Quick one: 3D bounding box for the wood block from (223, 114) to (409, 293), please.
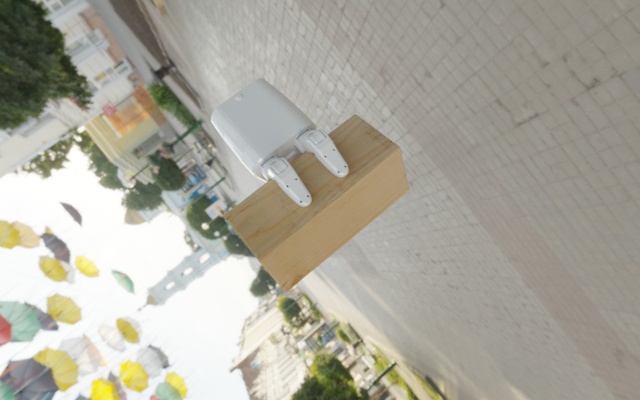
[{"bbox_3d":[0.000,0.002,0.591,0.090,0.206,0.091,44,-12,36],"label":"wood block"}]
